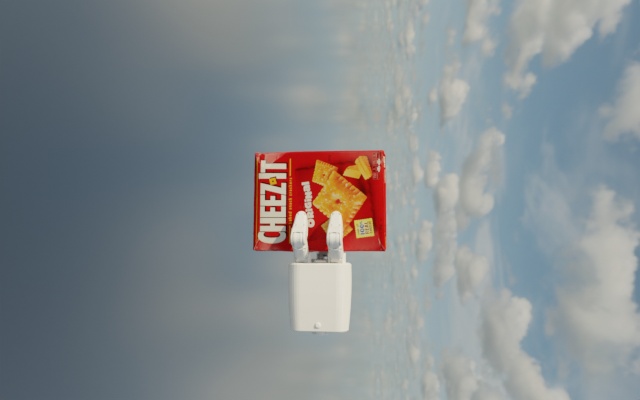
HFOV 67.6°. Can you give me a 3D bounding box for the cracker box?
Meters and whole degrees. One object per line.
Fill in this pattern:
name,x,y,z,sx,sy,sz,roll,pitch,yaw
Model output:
cracker box,0.000,0.003,0.785,0.214,0.164,0.072,0,-5,7
